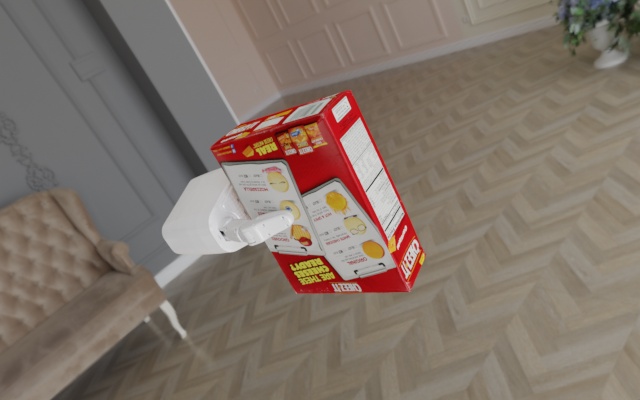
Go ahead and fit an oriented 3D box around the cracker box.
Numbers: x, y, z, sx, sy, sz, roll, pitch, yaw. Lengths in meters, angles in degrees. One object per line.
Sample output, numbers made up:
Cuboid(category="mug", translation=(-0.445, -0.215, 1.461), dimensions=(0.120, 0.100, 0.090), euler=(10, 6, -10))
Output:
Cuboid(category="cracker box", translation=(0.000, 0.002, 0.529), dimensions=(0.164, 0.214, 0.072), euler=(-9, 29, 39))
